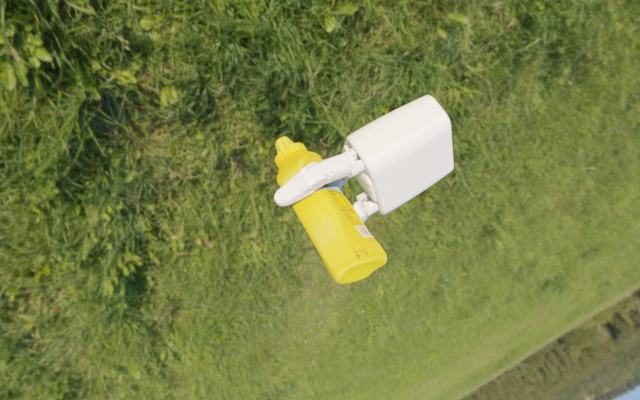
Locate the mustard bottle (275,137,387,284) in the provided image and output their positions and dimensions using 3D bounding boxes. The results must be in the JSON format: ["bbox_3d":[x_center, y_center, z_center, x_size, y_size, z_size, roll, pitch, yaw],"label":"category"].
[{"bbox_3d":[0.000,0.002,0.555,0.058,0.191,0.096,-39,-21,18],"label":"mustard bottle"}]
